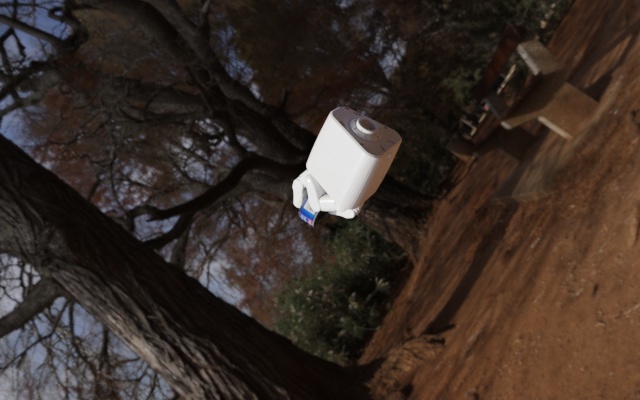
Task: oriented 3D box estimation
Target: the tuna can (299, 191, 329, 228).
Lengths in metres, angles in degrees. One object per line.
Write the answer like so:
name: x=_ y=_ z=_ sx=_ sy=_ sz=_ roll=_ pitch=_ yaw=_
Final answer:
tuna can: x=0.000 y=0.002 z=0.826 sx=0.033 sy=0.086 sz=0.086 roll=34 pitch=9 yaw=14
